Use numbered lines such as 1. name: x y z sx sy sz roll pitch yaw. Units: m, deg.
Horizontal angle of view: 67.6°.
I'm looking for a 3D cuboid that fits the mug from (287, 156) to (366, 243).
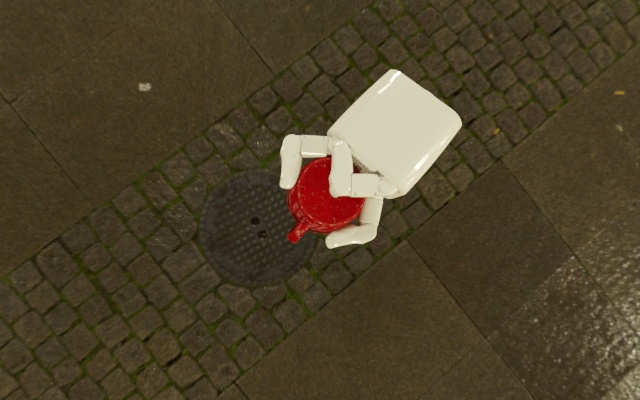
1. mug: -0.001 0.003 0.570 0.093 0.117 0.081 42 -8 -2
